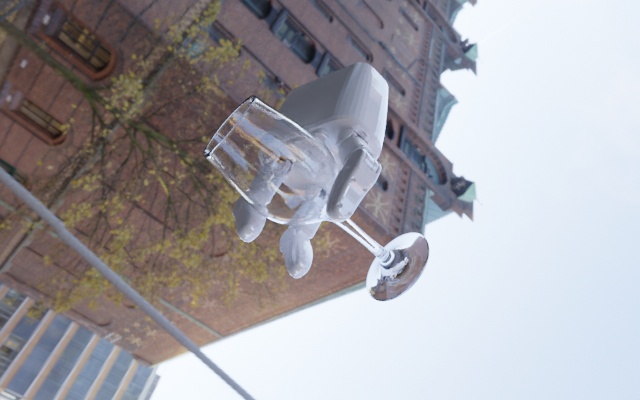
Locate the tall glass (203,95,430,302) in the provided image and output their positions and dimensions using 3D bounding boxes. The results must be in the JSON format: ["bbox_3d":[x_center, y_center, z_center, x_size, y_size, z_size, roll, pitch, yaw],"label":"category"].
[{"bbox_3d":[0.001,0.002,0.403,0.201,0.079,0.079,40,-18,-22],"label":"tall glass"}]
